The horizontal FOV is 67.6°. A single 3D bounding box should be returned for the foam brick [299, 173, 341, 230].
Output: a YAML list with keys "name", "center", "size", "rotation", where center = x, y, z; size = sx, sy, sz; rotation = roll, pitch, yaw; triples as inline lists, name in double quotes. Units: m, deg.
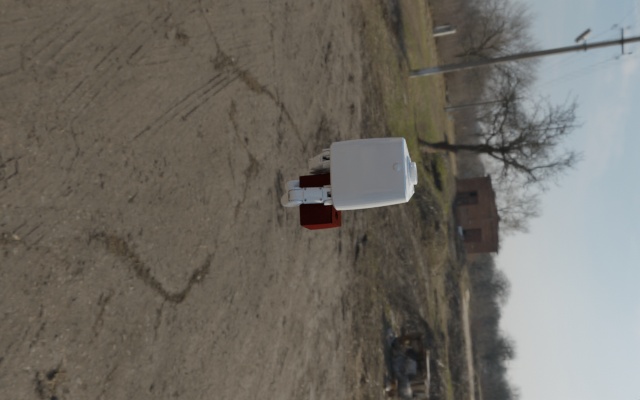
- name: "foam brick"
  center: [0.000, 0.003, 0.724]
  size: [0.051, 0.078, 0.053]
  rotation: [-4, -10, 16]
